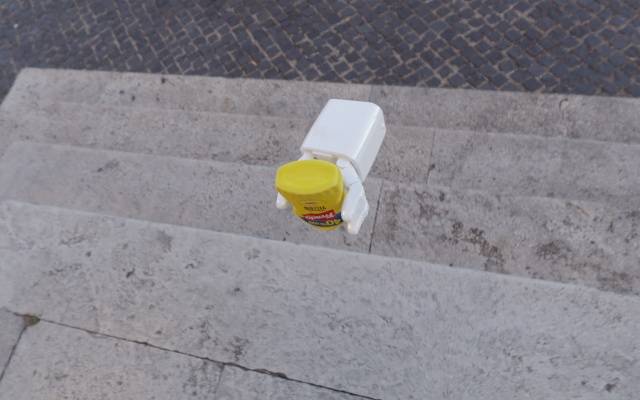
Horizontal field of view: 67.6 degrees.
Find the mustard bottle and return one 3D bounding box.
[{"bbox_3d":[0.000,0.003,0.763,0.096,0.058,0.192,-3,-24,13],"label":"mustard bottle"}]
